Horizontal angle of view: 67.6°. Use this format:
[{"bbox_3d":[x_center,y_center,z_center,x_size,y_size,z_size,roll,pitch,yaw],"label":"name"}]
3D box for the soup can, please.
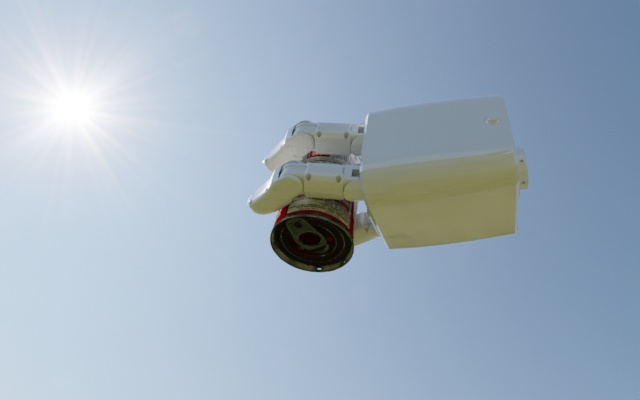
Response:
[{"bbox_3d":[0.000,0.001,0.415,0.068,0.069,0.102,0,43,11],"label":"soup can"}]
